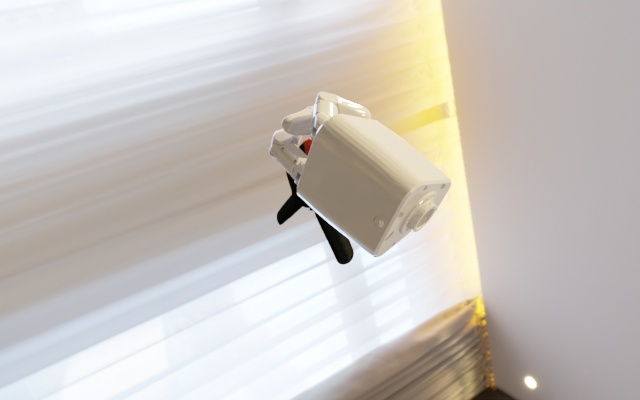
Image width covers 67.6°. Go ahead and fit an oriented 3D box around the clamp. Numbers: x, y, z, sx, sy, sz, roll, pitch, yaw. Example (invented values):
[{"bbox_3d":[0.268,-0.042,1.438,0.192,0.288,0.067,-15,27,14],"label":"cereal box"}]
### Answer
[{"bbox_3d":[0.000,0.001,0.563,0.120,0.172,0.039,31,54,17],"label":"clamp"}]
